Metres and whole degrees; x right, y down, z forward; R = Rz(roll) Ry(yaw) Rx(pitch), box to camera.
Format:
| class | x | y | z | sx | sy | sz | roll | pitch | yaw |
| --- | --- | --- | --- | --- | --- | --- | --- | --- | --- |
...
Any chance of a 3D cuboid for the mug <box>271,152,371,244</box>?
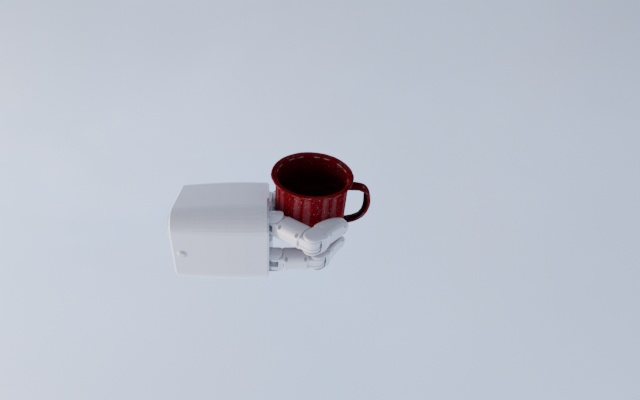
| class | x | y | z | sx | sy | sz | roll | pitch | yaw |
| --- | --- | --- | --- | --- | --- | --- | --- | --- | --- |
| mug | 0.001 | 0.002 | 0.560 | 0.117 | 0.082 | 0.093 | -1 | 38 | -8 |
